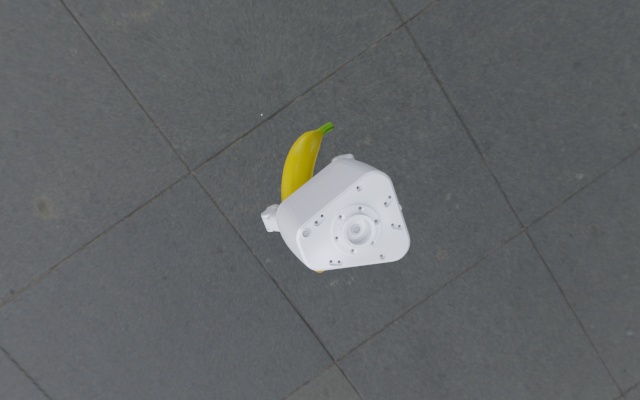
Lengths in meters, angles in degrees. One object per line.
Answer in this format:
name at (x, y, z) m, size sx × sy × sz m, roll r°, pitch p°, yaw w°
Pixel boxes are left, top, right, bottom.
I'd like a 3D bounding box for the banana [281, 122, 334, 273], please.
banana at (-0.017, -0.002, 0.609) m, size 0.069 × 0.198 × 0.037 m, roll 1°, pitch 8°, yaw -21°
